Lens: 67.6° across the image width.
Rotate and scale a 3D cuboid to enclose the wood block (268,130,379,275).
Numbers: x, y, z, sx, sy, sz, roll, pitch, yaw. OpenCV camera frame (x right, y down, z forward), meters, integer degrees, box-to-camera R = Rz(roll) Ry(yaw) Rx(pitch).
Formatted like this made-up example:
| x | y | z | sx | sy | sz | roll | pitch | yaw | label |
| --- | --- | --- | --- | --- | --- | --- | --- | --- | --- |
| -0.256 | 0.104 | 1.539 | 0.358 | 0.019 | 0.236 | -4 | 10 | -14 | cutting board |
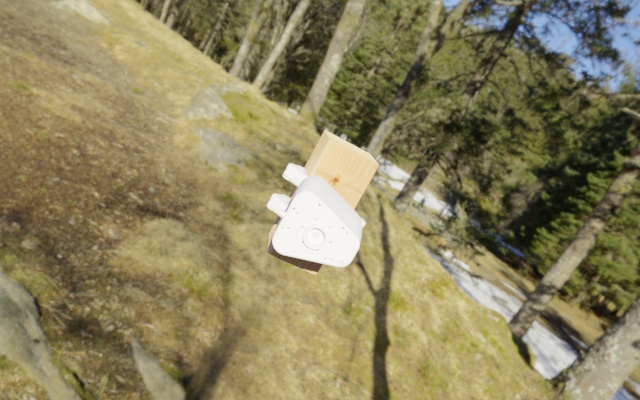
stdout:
| x | y | z | sx | sy | sz | roll | pitch | yaw | label |
| --- | --- | --- | --- | --- | --- | --- | --- | --- | --- |
| 0.000 | 0.003 | 0.780 | 0.091 | 0.206 | 0.090 | 26 | 13 | -12 | wood block |
